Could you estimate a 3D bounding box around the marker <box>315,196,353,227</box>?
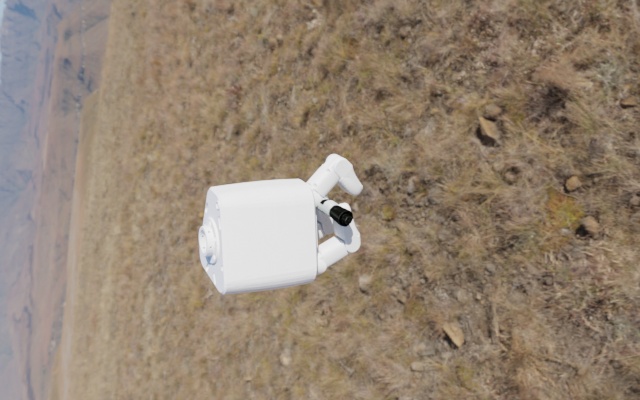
[{"bbox_3d":[0.000,0.002,0.548,0.020,0.020,0.121,0,19,-31],"label":"marker"}]
